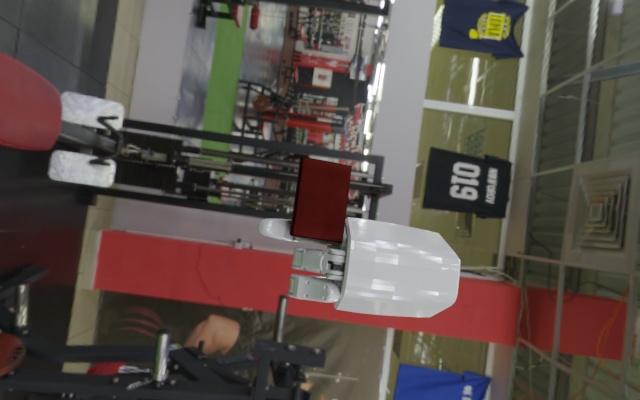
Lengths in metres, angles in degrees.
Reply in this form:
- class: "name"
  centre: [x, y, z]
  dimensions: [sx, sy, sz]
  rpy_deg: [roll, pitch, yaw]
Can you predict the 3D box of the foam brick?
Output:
- class: "foam brick"
  centre: [0.000, 0.001, 0.482]
  dimensions: [0.051, 0.078, 0.053]
  rpy_deg: [7, -5, -1]
